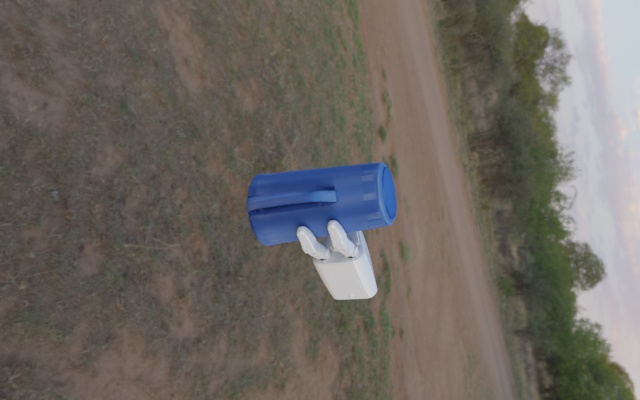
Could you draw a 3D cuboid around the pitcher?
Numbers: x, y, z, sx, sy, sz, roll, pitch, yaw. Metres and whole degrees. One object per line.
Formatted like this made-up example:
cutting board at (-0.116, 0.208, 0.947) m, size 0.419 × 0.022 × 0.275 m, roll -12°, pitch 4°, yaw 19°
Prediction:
pitcher at (0.000, 0.003, 0.828) m, size 0.243 × 0.145 × 0.149 m, roll -8°, pitch 36°, yaw 21°
